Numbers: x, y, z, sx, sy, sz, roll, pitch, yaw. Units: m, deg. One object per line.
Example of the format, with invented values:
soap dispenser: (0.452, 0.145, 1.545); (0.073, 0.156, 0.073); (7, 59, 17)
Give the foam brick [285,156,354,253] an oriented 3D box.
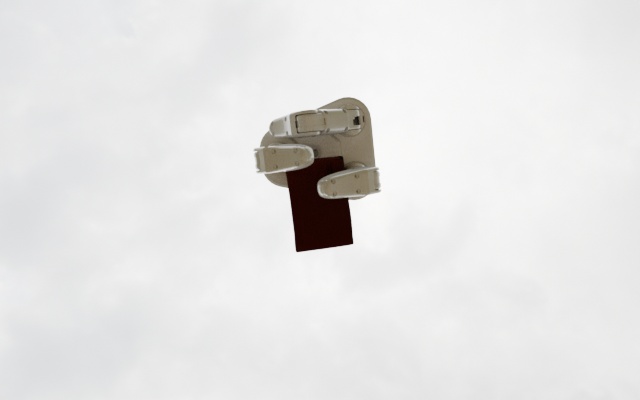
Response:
foam brick: (0.000, 0.002, 0.432); (0.053, 0.078, 0.051); (-6, 7, 2)
